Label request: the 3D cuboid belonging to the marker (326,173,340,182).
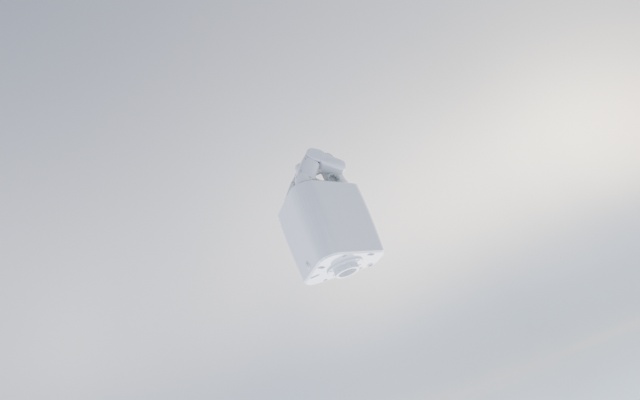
[{"bbox_3d":[0.000,0.002,0.688,0.020,0.020,0.121,0,-32,-21],"label":"marker"}]
